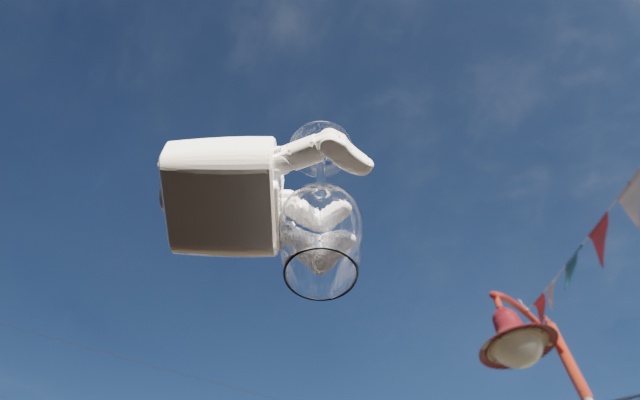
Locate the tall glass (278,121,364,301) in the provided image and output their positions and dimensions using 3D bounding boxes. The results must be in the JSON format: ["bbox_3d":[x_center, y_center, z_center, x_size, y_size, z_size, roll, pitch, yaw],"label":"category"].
[{"bbox_3d":[0.000,0.001,0.466,0.079,0.079,0.201,0,37,0],"label":"tall glass"}]
